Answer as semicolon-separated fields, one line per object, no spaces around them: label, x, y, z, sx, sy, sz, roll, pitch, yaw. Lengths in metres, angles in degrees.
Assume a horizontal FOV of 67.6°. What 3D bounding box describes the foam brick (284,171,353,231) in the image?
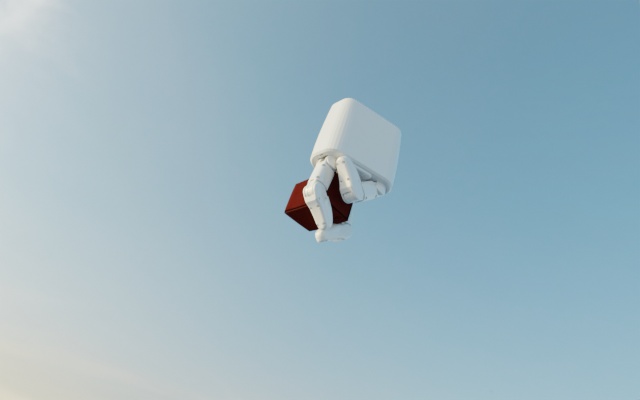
foam brick;0.000;0.002;0.656;0.078;0.051;0.053;-18;-47;41
